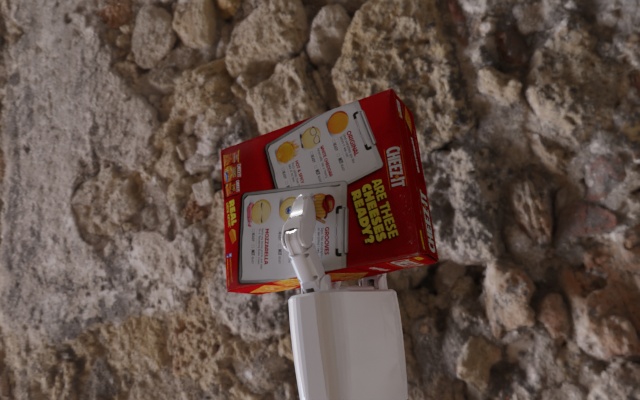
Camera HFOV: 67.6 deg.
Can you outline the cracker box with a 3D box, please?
[{"bbox_3d":[0.000,0.002,0.499,0.214,0.164,0.072,-15,-19,26],"label":"cracker box"}]
